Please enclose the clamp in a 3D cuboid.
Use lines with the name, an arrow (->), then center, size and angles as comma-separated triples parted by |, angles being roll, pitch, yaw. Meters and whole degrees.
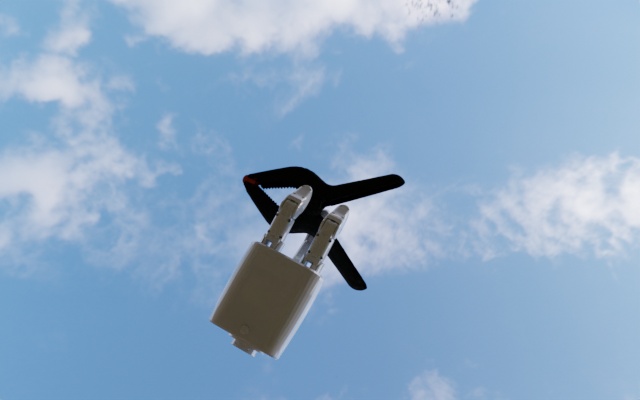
clamp -> 0.000, 0.002, 0.633 | 0.210, 0.164, 0.036 | 26, -20, 11
